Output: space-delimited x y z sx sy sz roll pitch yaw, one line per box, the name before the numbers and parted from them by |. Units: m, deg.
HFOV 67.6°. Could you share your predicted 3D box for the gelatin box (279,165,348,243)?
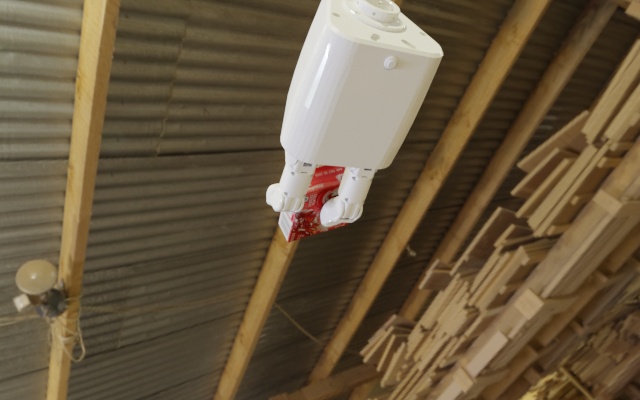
gelatin box | 0.000 0.001 0.487 0.073 0.030 0.089 -16 -30 -22
